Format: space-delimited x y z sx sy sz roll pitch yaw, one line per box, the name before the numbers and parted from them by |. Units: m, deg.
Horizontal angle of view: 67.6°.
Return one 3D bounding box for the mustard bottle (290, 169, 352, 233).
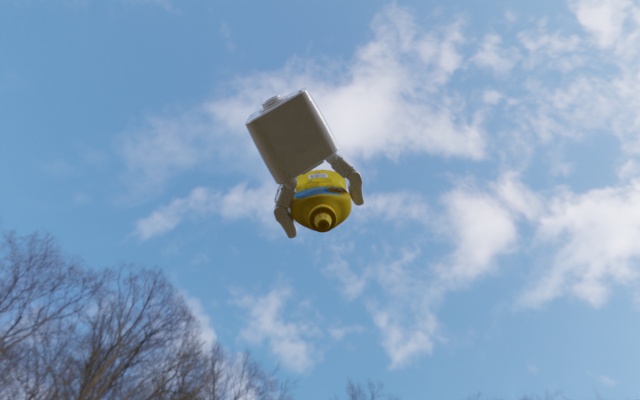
mustard bottle | 0.000 0.003 0.760 0.096 0.058 0.191 -4 19 -1
